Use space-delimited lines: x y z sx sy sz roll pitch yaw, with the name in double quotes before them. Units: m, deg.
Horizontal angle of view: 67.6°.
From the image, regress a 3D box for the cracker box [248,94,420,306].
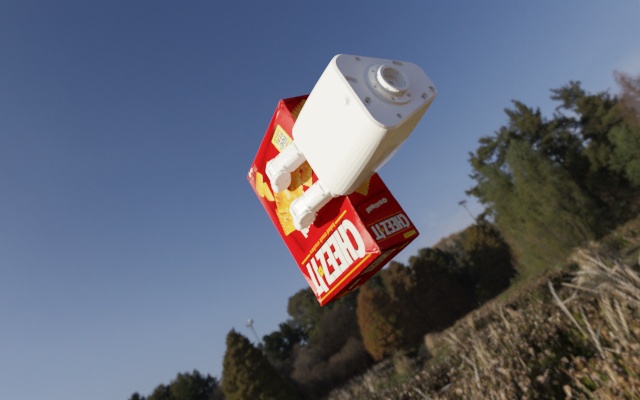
"cracker box" 0.000 0.002 0.595 0.072 0.213 0.164 -19 -22 -34
